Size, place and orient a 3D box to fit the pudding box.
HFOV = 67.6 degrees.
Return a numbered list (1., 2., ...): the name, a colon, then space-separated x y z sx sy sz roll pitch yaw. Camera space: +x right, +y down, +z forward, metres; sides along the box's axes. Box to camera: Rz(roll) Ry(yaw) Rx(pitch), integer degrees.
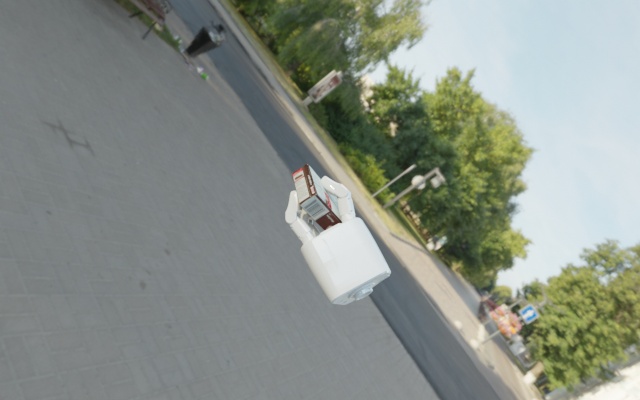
1. pudding box: 0.000 0.003 0.843 0.039 0.090 0.113 -31 -50 12
